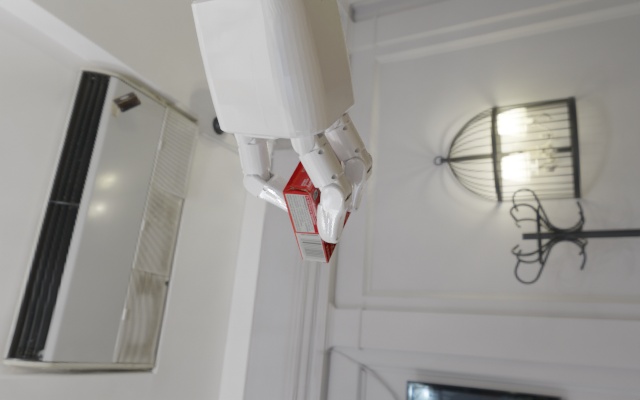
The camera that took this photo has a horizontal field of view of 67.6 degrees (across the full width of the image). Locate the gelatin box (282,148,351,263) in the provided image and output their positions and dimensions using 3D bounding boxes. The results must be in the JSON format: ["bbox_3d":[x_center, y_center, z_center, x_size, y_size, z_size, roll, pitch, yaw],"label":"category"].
[{"bbox_3d":[0.000,0.002,0.443,0.030,0.089,0.073,5,42,22],"label":"gelatin box"}]
